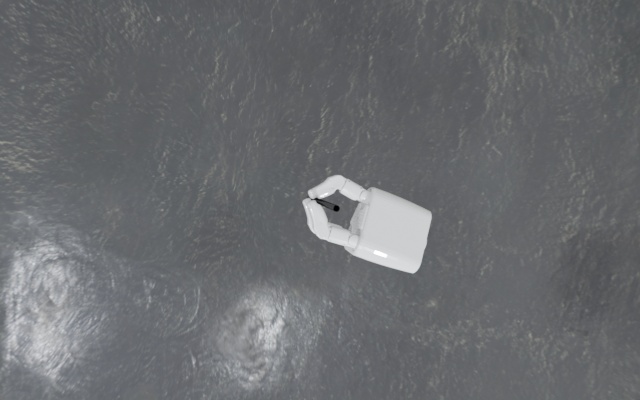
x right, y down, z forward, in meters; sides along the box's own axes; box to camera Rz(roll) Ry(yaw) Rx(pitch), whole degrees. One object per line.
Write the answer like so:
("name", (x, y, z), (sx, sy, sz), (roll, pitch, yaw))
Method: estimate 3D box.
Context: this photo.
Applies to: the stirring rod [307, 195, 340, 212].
("stirring rod", (0.000, 0.002, 0.698), (0.011, 0.011, 0.239), (0, 4, -9))
